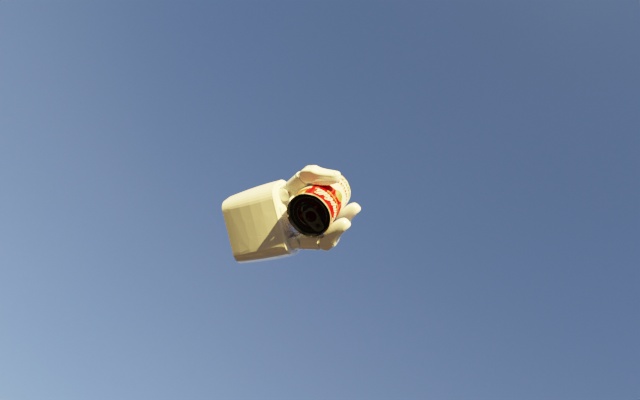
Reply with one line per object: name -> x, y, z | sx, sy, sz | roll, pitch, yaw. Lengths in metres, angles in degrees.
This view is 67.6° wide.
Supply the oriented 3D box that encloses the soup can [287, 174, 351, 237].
soup can -> 0.001, 0.002, 0.723 | 0.068, 0.068, 0.102 | 0, 22, 22
